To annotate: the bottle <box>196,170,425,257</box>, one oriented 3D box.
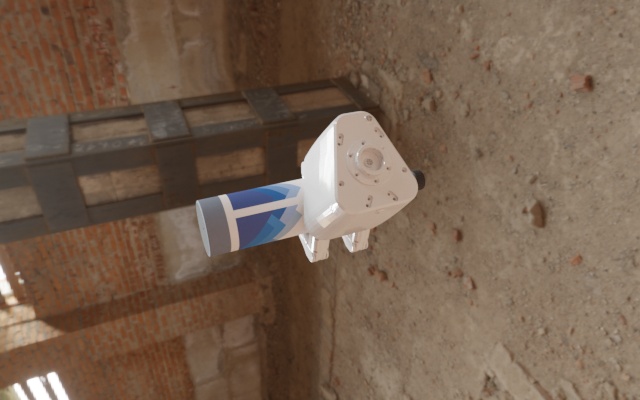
[{"bbox_3d":[0.000,0.002,0.596,0.295,0.069,0.069,-13,4,-20],"label":"bottle"}]
